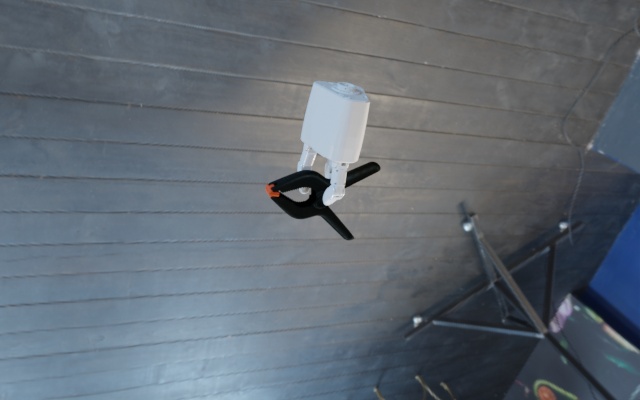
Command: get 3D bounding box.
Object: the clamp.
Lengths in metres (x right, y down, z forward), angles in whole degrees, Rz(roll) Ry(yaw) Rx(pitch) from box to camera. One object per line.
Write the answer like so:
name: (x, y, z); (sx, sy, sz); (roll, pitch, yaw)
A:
clamp: (0.000, 0.003, 0.872); (0.210, 0.165, 0.036); (0, 26, -24)
